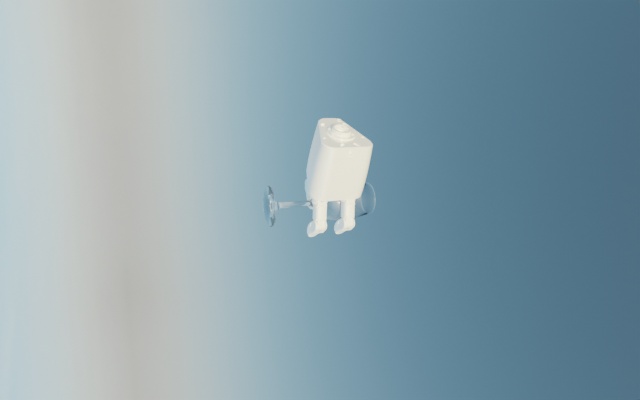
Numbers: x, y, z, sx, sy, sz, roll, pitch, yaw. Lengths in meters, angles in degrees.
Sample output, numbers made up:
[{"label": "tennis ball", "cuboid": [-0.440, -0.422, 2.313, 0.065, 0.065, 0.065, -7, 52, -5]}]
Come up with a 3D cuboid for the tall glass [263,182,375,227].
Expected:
[{"label": "tall glass", "cuboid": [-0.001, 0.003, 0.887, 0.201, 0.079, 0.079, -4, 2, -23]}]
